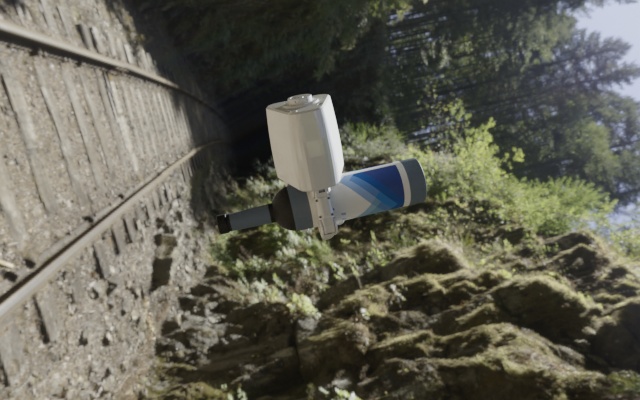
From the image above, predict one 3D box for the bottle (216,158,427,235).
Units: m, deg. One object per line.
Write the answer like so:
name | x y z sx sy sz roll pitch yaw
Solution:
bottle | 0.000 0.002 0.682 0.296 0.069 0.069 -13 1 -6
